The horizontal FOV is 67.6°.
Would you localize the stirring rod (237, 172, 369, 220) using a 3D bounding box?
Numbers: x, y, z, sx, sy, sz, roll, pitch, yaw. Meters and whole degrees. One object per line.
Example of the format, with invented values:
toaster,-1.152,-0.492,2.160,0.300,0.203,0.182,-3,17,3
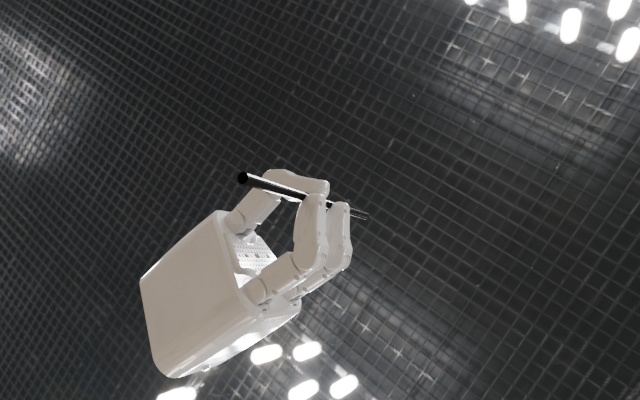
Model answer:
stirring rod,0.000,0.001,0.405,0.011,0.011,0.239,0,-7,24
